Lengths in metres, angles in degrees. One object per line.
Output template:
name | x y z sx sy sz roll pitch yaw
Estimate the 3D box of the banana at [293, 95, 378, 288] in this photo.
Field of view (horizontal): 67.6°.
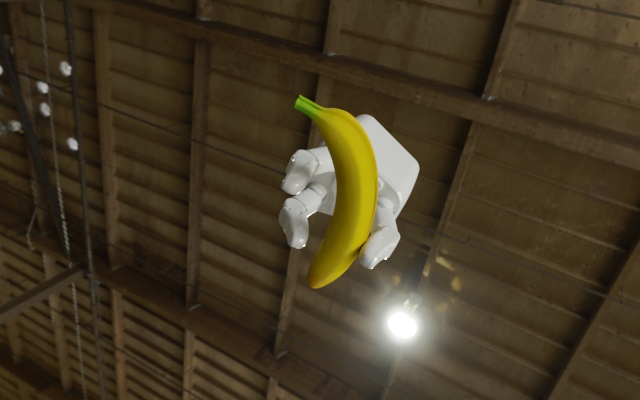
banana | 0.018 0.000 0.434 0.069 0.198 0.037 6 29 16
